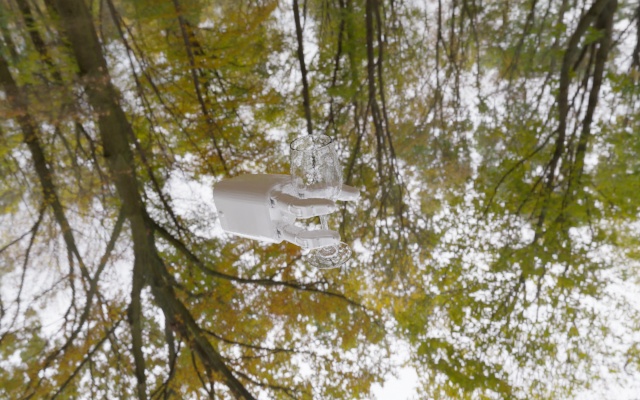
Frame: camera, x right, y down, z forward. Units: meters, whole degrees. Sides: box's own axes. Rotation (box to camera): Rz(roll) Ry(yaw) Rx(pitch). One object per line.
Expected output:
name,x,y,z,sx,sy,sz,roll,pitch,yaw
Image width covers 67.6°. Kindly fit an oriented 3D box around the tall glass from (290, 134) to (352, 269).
tall glass,0.000,0.003,0.730,0.079,0.201,0.079,-7,29,4
